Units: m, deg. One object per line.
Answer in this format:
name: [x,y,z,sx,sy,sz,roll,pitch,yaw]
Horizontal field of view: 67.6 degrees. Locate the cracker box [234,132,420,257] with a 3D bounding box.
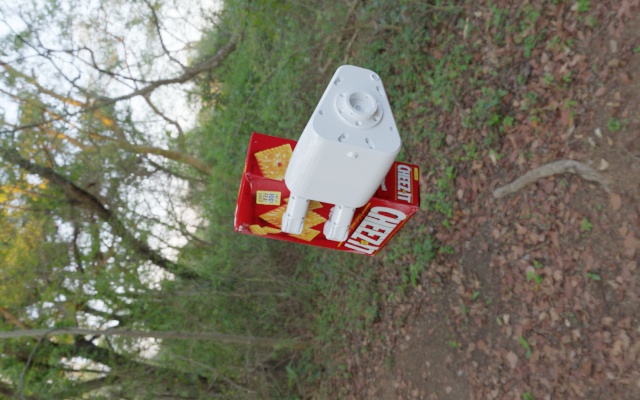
cracker box: [0.000,0.002,0.632,0.214,0.072,0.164,11,-30,-10]
